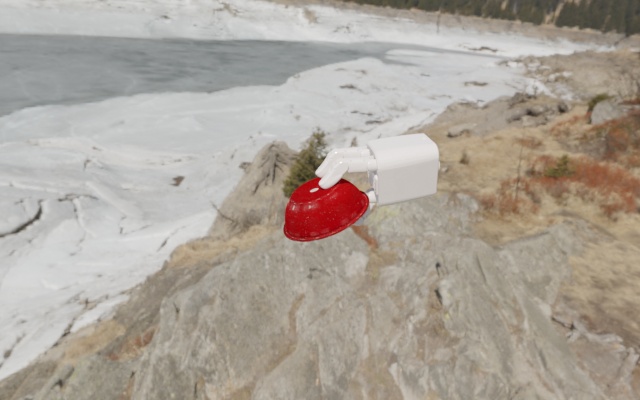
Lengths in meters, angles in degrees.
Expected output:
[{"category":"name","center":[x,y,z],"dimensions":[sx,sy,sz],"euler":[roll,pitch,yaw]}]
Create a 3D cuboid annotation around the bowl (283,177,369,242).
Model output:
[{"category":"bowl","center":[-0.001,0.003,0.824],"dimensions":[0.162,0.055,0.162],"euler":[-19,25,9]}]
